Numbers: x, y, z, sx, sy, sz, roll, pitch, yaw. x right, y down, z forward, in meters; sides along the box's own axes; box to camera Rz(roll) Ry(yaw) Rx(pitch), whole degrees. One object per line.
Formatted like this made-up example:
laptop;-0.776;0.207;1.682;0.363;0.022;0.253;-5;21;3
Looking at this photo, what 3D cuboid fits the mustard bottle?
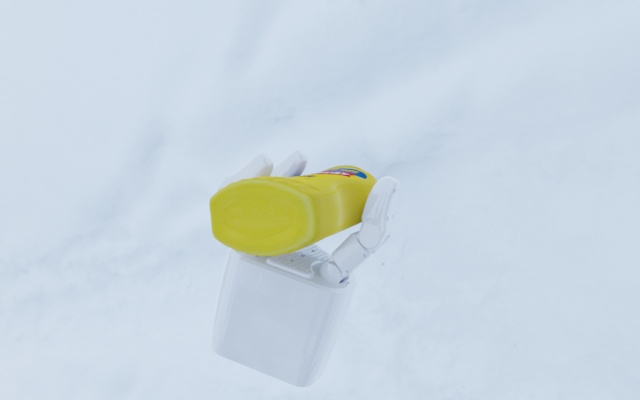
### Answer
mustard bottle;0.000;0.001;0.421;0.096;0.058;0.191;-3;5;30
